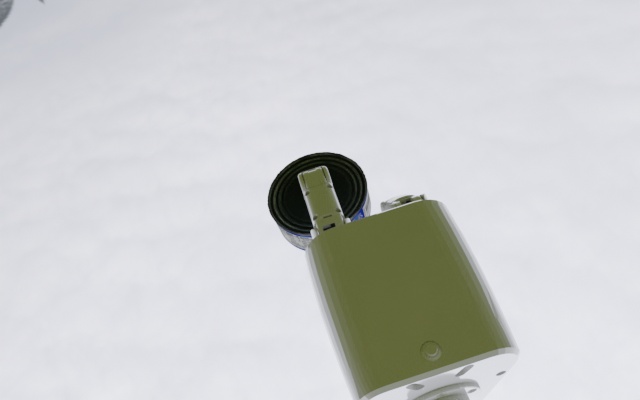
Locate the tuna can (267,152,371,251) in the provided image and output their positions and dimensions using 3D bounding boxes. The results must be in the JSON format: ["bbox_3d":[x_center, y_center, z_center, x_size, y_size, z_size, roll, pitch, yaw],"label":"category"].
[{"bbox_3d":[0.000,0.002,0.411,0.086,0.086,0.034,0,-35,16],"label":"tuna can"}]
